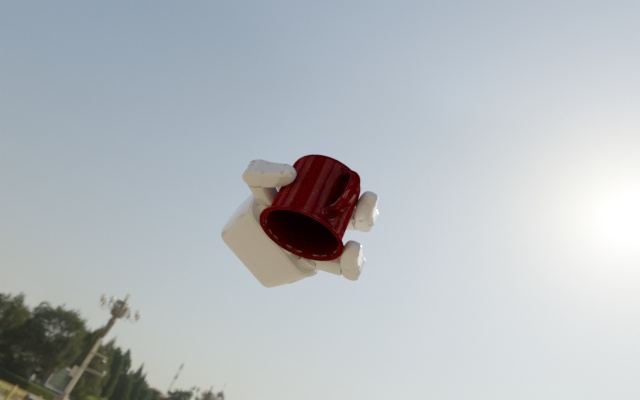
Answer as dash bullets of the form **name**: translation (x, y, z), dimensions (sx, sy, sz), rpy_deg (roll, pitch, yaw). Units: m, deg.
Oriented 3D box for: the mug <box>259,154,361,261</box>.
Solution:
- **mug**: translation (0.001, 0.001, 0.499), dimensions (0.093, 0.081, 0.117), rpy_deg (36, -35, -17)
